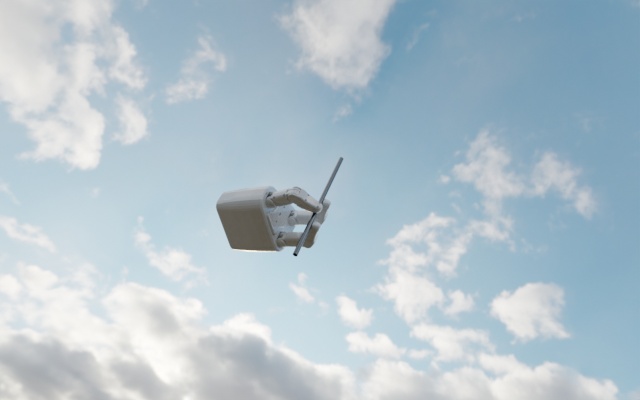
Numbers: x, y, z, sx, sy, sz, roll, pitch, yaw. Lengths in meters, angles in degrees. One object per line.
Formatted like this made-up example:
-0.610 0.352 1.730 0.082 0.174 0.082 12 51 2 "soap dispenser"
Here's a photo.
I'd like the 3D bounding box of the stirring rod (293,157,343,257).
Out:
0.000 0.003 0.814 0.011 0.011 0.239 0 42 26 "stirring rod"
